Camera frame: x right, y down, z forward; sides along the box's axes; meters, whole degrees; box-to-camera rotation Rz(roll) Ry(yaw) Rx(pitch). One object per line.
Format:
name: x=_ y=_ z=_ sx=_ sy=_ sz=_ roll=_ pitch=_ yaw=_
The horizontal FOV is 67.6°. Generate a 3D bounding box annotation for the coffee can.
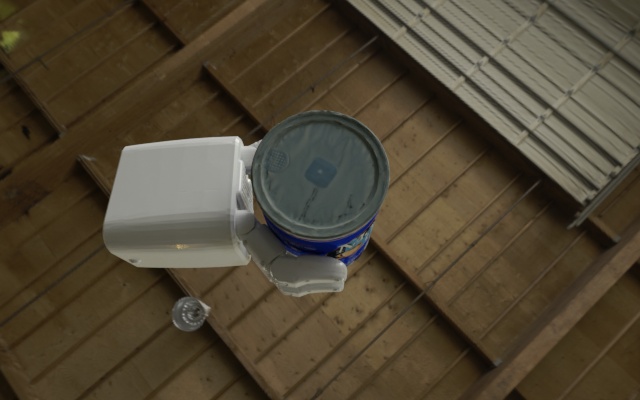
coffee can: x=0.000 y=0.001 z=0.416 sx=0.103 sy=0.102 sz=0.140 roll=0 pitch=-19 yaw=0
